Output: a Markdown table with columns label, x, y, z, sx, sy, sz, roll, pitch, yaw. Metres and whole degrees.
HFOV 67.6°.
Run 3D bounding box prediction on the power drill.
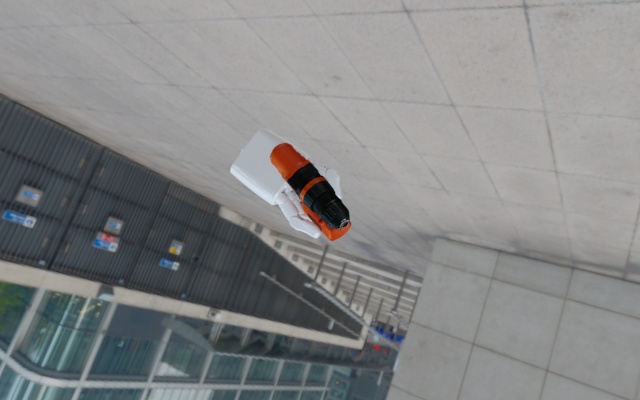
| label | x | y | z | sx | sy | sz | roll | pitch | yaw |
| --- | --- | --- | --- | --- | --- | --- | --- | --- | --- |
| power drill | 0.000 | 0.003 | 0.816 | 0.057 | 0.184 | 0.188 | -37 | -28 | -5 |
